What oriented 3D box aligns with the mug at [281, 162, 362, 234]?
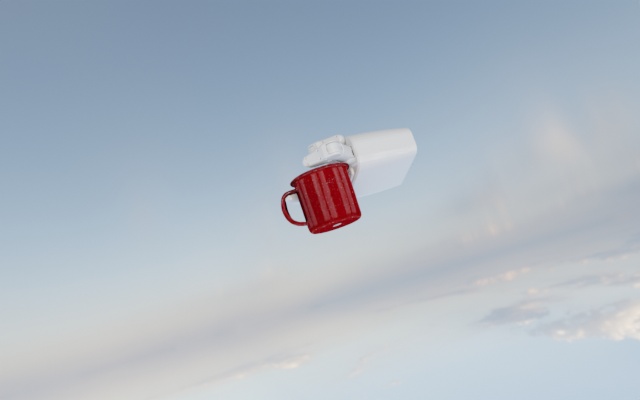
[{"bbox_3d":[-0.001,0.003,0.698,0.117,0.081,0.093,-14,-12,-19],"label":"mug"}]
